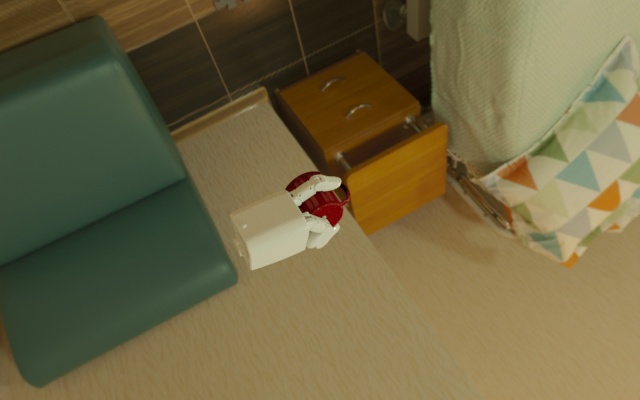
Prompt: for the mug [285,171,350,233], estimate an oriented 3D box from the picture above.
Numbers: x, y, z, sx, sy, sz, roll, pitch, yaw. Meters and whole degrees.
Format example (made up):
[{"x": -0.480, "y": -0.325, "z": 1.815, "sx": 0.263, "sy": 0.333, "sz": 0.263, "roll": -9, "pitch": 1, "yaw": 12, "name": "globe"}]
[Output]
[{"x": 0.002, "y": 0.003, "z": 0.876, "sx": 0.117, "sy": 0.081, "sz": 0.093, "roll": -23, "pitch": -37, "yaw": -15, "name": "mug"}]
